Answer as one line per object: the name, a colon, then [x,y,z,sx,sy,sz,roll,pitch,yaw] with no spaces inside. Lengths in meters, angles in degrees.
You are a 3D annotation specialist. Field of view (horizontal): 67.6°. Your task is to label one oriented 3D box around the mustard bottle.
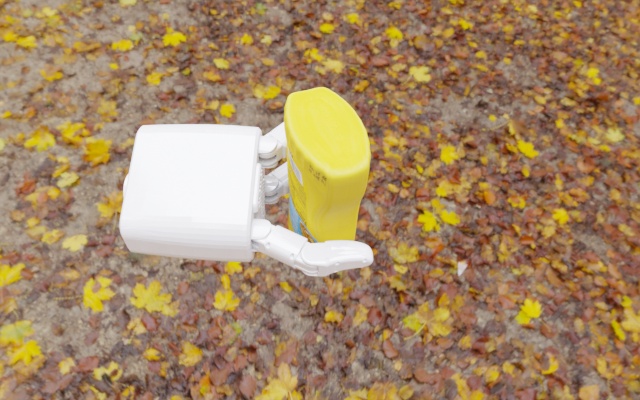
mustard bottle: [0.000,0.001,0.429,0.058,0.096,0.192,-17,-34,-15]
